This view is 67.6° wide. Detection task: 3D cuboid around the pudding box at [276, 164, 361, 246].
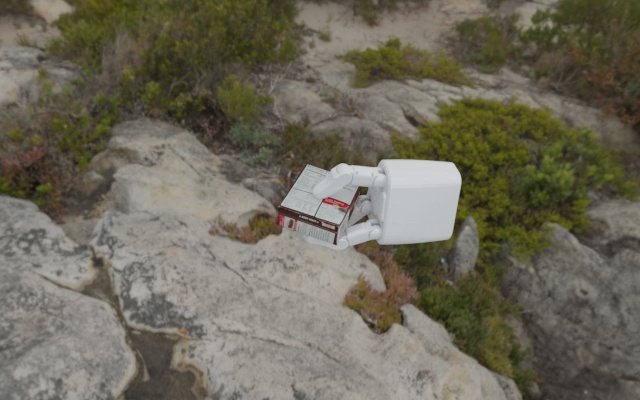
[{"bbox_3d":[0.000,0.002,0.670,0.090,0.039,0.113,18,39,10],"label":"pudding box"}]
